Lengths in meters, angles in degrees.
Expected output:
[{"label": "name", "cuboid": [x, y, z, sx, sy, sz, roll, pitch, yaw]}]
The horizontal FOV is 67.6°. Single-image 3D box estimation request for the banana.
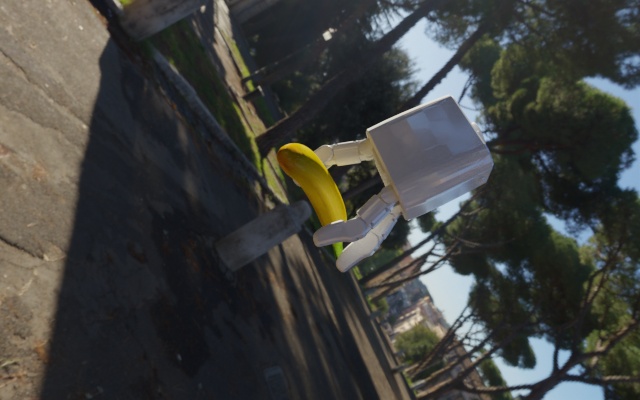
[{"label": "banana", "cuboid": [-0.002, -0.010, 0.533, 0.037, 0.069, 0.198, -21, -42, 8]}]
